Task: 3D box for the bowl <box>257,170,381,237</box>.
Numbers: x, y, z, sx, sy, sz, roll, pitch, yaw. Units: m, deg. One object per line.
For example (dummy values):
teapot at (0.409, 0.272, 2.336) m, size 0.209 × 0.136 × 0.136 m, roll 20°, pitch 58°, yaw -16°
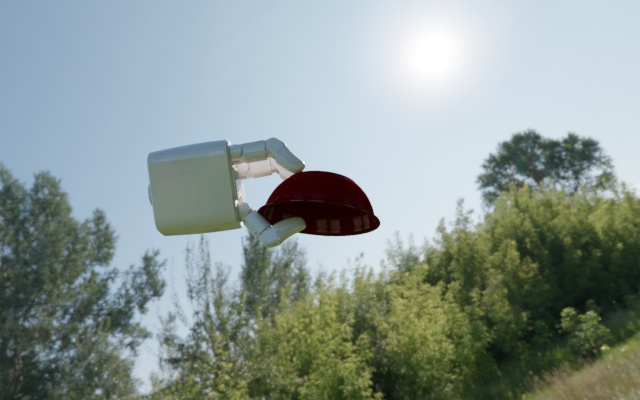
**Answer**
bowl at (0.001, 0.002, 0.633) m, size 0.162 × 0.055 × 0.162 m, roll 5°, pitch -18°, yaw 2°
